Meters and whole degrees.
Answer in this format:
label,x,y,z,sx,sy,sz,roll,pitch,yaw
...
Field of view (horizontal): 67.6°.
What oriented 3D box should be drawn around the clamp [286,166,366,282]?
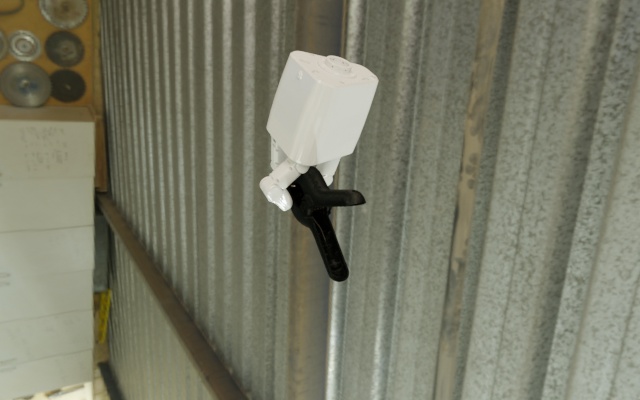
label,x,y,z,sx,sy,sz,roll,pitch,yaw
clamp,0.001,0.002,0.586,0.039,0.120,0.171,-5,42,-34
